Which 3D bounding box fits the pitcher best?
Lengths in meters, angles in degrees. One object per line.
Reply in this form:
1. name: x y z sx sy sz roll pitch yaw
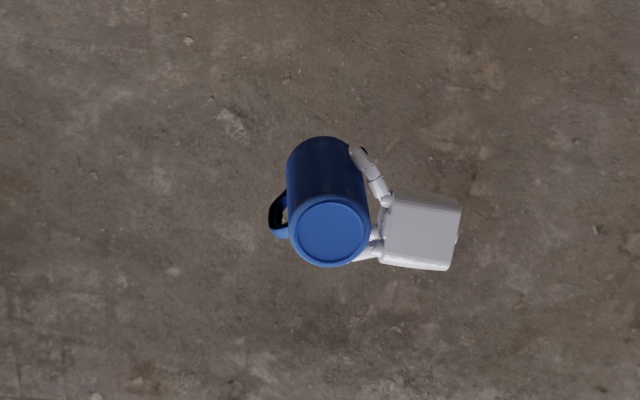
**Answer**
1. pitcher: 0.000 0.002 0.720 0.145 0.149 0.242 12 21 -6
